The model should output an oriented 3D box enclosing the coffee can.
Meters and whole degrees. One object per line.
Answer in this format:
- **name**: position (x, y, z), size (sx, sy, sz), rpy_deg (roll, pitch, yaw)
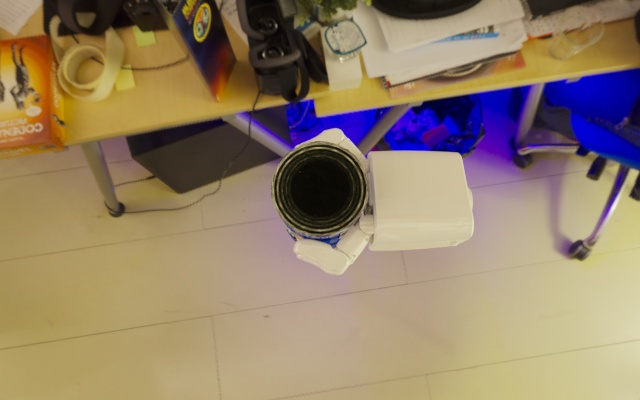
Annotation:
- **coffee can**: position (0.000, 0.002, 0.562), size (0.103, 0.102, 0.140), rpy_deg (0, -12, 1)
